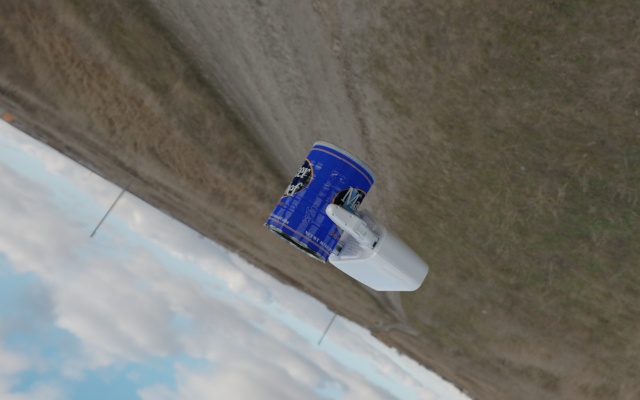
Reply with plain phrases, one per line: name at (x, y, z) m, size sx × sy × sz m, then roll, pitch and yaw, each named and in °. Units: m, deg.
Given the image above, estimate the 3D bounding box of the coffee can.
coffee can at (0.000, 0.002, 0.675) m, size 0.103 × 0.140 × 0.103 m, roll 31°, pitch -10°, yaw 6°
